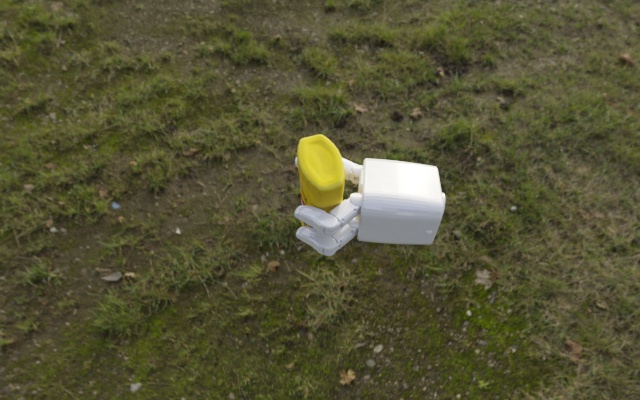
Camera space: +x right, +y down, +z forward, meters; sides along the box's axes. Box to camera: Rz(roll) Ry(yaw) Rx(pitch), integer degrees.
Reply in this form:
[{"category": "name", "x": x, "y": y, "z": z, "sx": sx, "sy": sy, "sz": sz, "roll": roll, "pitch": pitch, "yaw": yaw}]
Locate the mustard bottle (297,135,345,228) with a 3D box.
[{"category": "mustard bottle", "x": 0.000, "y": 0.002, "z": 0.689, "sx": 0.058, "sy": 0.096, "sz": 0.192, "roll": -15, "pitch": -34, "yaw": -11}]
